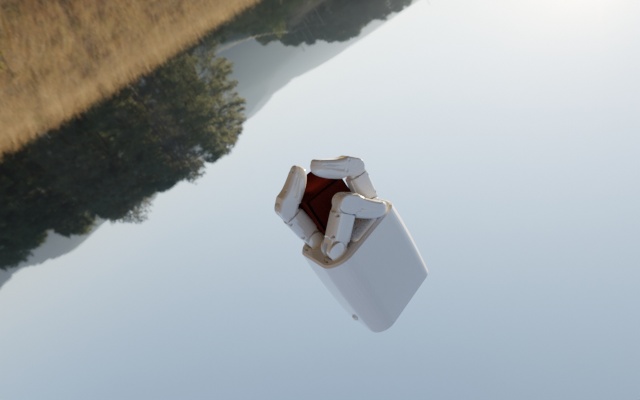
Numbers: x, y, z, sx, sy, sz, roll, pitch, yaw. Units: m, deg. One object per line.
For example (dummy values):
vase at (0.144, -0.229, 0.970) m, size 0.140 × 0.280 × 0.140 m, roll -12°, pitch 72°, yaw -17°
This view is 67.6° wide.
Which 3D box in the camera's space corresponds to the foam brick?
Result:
foam brick at (0.000, 0.002, 0.560) m, size 0.053 × 0.051 × 0.078 m, roll -39°, pitch 22°, yaw -14°
